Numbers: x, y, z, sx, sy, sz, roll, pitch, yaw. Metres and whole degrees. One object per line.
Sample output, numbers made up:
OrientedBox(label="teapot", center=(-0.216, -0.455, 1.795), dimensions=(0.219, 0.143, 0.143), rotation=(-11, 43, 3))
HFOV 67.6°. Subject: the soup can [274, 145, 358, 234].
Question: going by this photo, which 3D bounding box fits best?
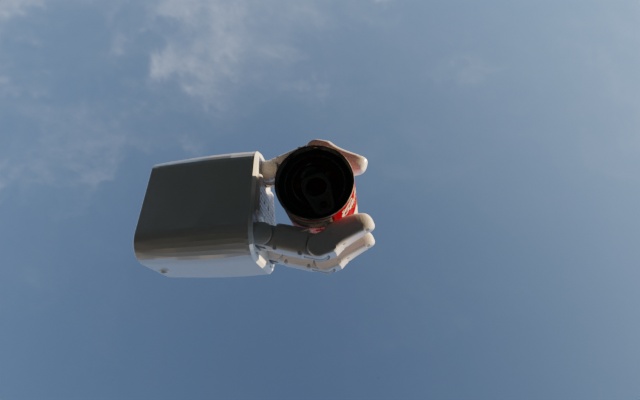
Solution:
OrientedBox(label="soup can", center=(0.001, 0.001, 0.446), dimensions=(0.068, 0.068, 0.102), rotation=(0, -20, 7))
